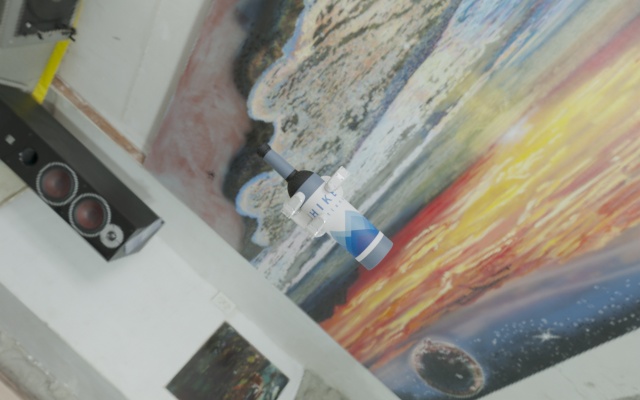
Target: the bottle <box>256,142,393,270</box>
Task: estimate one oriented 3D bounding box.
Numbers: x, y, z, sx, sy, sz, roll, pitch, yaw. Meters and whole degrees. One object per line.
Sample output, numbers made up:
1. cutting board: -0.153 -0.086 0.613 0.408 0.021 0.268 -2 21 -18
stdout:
1. bottle: 0.000 0.003 0.865 0.295 0.069 0.069 42 1 1
